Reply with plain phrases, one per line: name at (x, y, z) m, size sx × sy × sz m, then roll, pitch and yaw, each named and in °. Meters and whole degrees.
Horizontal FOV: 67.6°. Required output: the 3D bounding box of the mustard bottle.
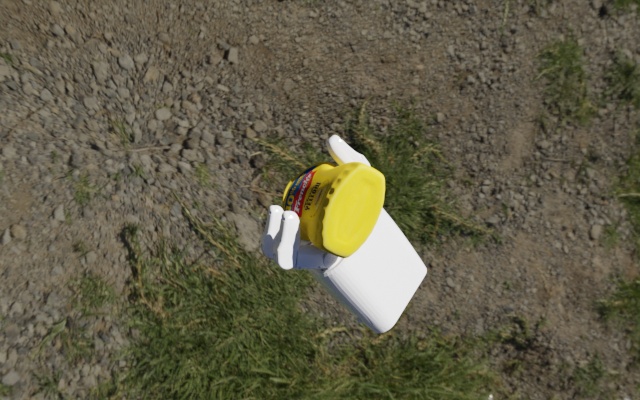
mustard bottle at (0.000, 0.002, 0.553) m, size 0.058 × 0.096 × 0.191 m, roll 24°, pitch -4°, yaw -22°
